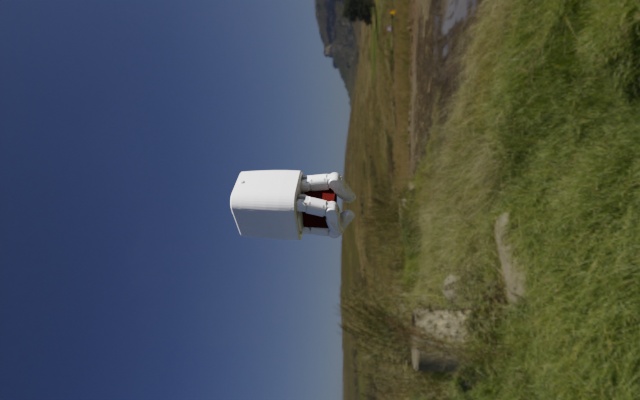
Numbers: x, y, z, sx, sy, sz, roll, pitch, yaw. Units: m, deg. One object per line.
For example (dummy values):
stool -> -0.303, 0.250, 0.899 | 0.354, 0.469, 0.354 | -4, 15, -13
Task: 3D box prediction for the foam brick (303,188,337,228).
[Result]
foam brick -> 0.000, 0.003, 0.812 | 0.051, 0.053, 0.078 | 2, 37, 5
